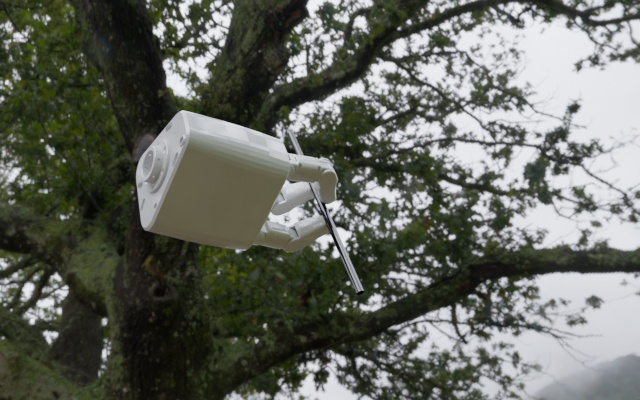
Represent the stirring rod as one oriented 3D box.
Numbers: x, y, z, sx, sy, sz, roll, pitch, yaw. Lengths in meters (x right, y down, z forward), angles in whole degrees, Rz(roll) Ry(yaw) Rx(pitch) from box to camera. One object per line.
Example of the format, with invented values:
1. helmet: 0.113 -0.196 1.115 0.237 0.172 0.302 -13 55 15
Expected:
1. stirring rod: 0.000 0.002 0.531 0.011 0.239 0.011 -14 -39 -12
